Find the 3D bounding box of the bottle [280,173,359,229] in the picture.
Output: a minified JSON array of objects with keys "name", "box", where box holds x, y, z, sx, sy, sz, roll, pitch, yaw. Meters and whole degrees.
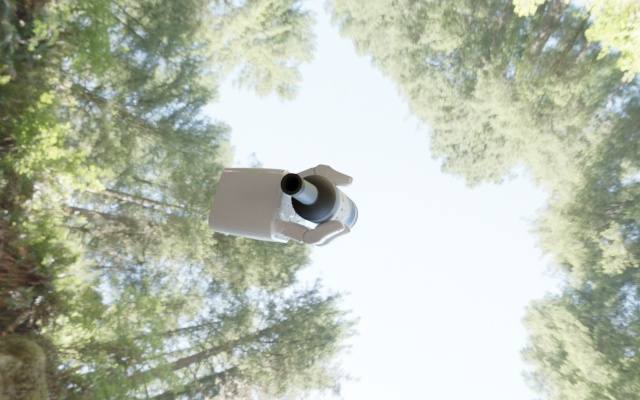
[{"name":"bottle","box":[0.000,0.002,0.706,0.069,0.069,0.296,0,-9,14]}]
